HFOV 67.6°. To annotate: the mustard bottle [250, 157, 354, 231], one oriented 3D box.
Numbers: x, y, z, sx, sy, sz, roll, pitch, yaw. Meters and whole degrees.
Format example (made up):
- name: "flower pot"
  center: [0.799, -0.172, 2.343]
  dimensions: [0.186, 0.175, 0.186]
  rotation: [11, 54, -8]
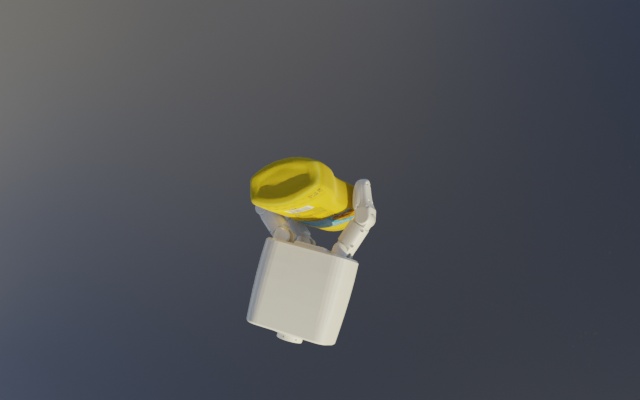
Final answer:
- name: "mustard bottle"
  center: [0.000, 0.002, 0.617]
  dimensions: [0.096, 0.058, 0.192]
  rotation: [-15, -21, 24]
